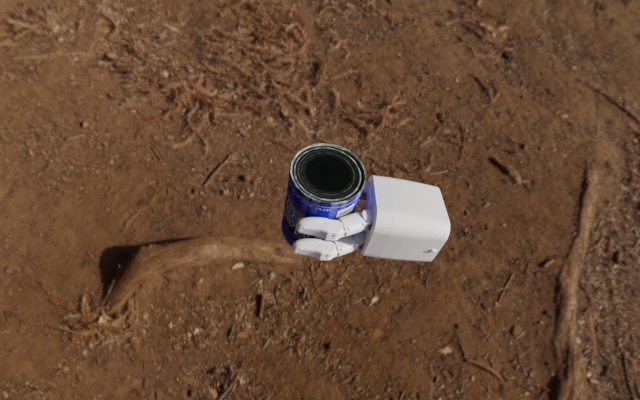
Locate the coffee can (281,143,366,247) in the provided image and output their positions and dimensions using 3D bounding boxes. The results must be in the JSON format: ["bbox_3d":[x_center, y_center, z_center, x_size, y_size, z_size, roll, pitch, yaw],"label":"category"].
[{"bbox_3d":[0.000,0.002,0.687,0.103,0.102,0.140,0,-35,-10],"label":"coffee can"}]
